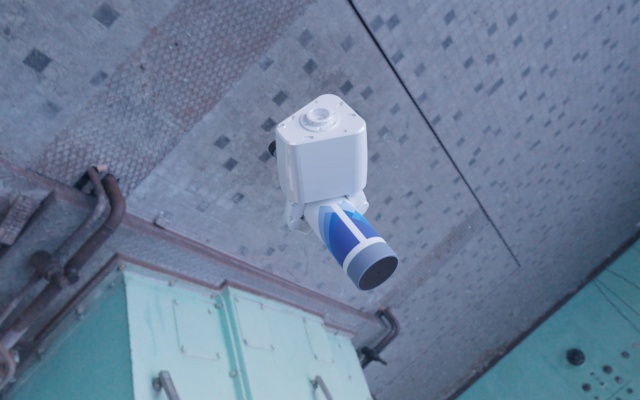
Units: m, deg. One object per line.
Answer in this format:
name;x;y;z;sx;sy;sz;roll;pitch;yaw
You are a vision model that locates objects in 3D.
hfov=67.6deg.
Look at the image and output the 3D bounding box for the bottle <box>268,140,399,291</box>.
bottle;0.000;0.003;0.702;0.069;0.069;0.295;0;39;-41
